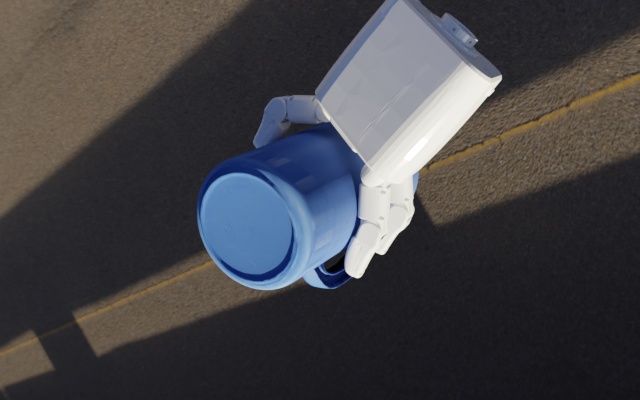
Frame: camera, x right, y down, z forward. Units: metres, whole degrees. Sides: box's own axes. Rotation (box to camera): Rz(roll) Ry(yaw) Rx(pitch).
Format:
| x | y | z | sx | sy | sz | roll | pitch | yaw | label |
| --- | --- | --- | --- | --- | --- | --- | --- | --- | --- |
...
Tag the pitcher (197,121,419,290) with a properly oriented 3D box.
| x | y | z | sx | sy | sz | roll | pitch | yaw | label |
| --- | --- | --- | --- | --- | --- | --- | --- | --- | --- |
| 0.000 | 0.001 | 0.464 | 0.145 | 0.149 | 0.242 | -49 | -10 | 30 | pitcher |
